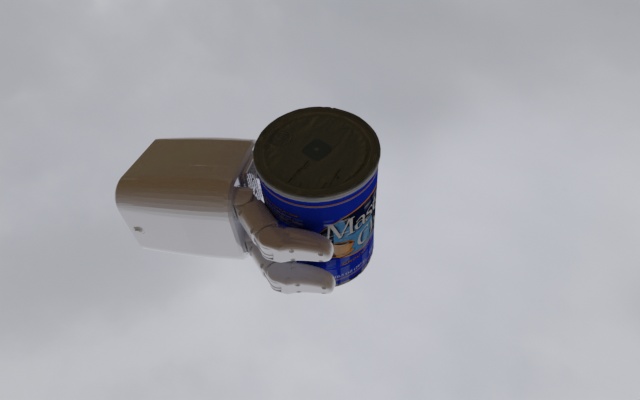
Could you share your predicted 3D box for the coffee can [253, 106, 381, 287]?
[{"bbox_3d":[0.000,0.001,0.436,0.103,0.102,0.140,0,-39,3],"label":"coffee can"}]
